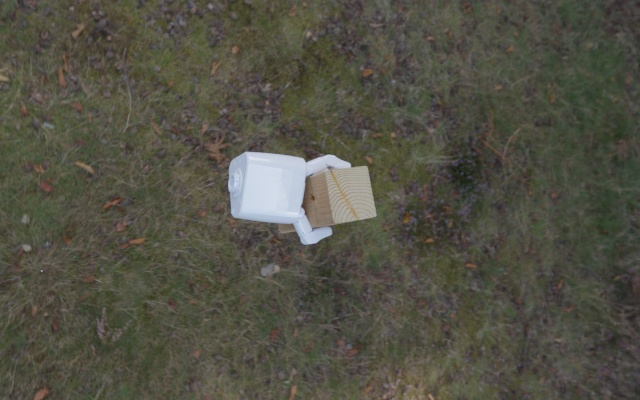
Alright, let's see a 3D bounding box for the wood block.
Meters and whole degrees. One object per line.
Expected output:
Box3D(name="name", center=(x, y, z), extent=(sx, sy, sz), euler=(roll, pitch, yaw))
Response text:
Box3D(name="wood block", center=(0.000, 0.003, 0.881), extent=(0.090, 0.091, 0.206), euler=(-8, -3, -31))
